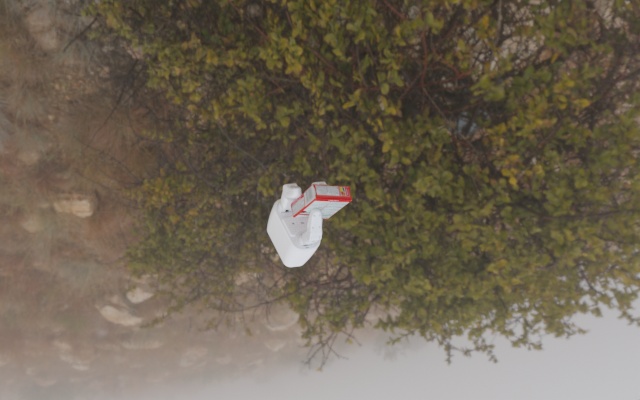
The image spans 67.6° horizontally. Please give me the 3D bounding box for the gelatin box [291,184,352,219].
[{"bbox_3d":[0.000,0.003,0.829,0.073,0.030,0.089,3,-24,-30],"label":"gelatin box"}]
